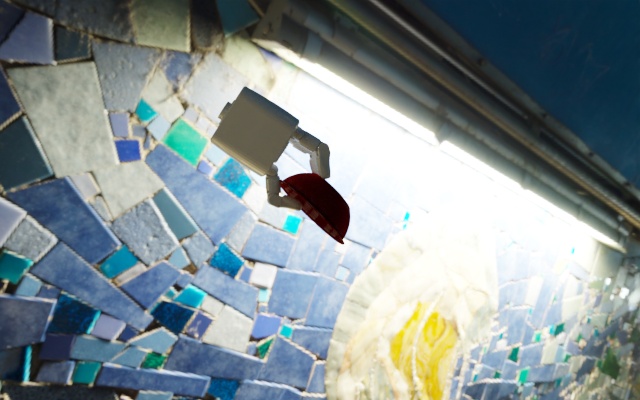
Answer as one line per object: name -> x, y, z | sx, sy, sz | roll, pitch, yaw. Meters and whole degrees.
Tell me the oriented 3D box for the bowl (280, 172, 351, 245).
bowl -> 0.001, 0.003, 0.828 | 0.162, 0.055, 0.162 | 44, -8, 8
